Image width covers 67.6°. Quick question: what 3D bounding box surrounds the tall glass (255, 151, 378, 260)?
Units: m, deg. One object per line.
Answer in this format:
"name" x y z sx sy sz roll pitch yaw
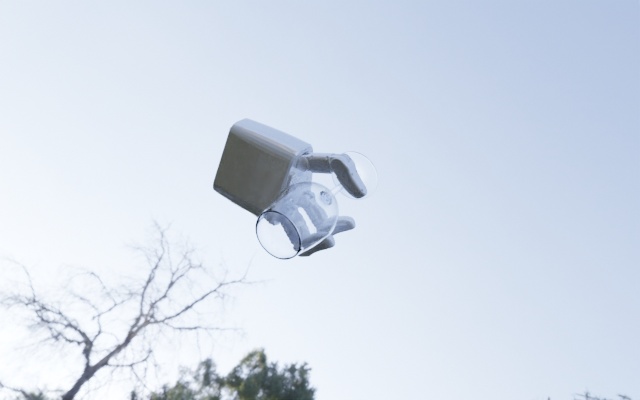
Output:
"tall glass" 0.001 0.002 0.613 0.079 0.079 0.201 0 22 32
